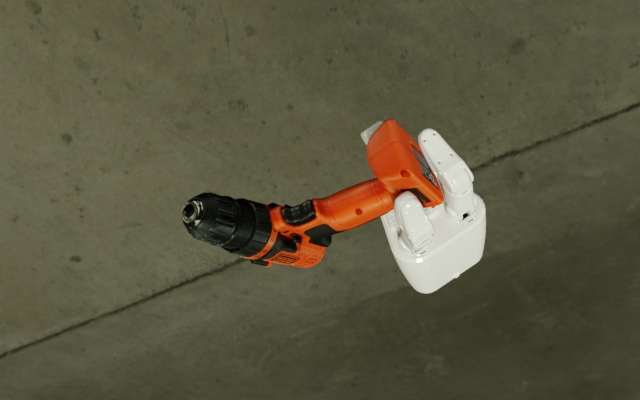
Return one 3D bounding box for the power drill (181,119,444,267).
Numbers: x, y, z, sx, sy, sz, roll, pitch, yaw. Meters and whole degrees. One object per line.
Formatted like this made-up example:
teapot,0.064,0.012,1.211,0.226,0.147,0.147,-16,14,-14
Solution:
power drill,0.001,0.001,0.421,0.188,0.057,0.184,-25,-24,23
